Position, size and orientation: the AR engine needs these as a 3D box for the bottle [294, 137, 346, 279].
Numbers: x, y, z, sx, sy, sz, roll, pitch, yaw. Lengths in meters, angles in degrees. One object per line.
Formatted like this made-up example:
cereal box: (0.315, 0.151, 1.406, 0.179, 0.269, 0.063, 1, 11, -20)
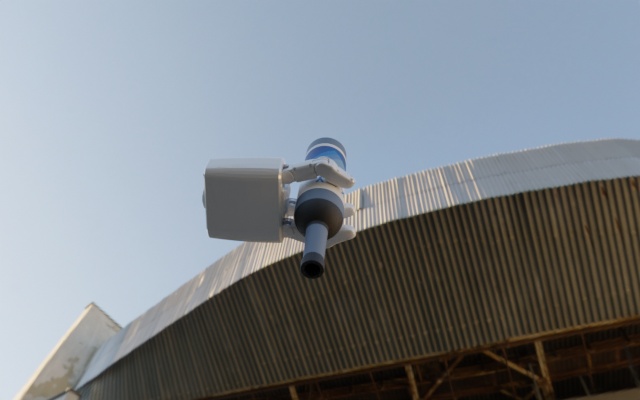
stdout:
bottle: (0.000, 0.002, 0.664, 0.069, 0.069, 0.295, 0, 31, 4)
